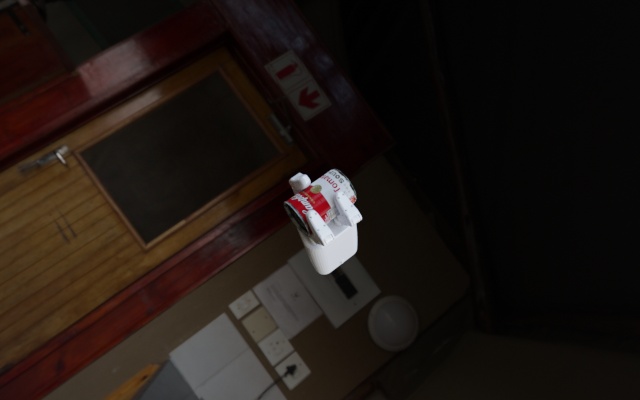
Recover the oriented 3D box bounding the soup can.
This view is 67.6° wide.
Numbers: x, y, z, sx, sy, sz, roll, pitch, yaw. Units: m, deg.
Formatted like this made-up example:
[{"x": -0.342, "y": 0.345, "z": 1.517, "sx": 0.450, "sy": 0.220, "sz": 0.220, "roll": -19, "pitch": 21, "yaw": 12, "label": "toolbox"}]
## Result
[{"x": 0.000, "y": 0.002, "z": 0.783, "sx": 0.102, "sy": 0.068, "sz": 0.068, "roll": -35, "pitch": 10, "yaw": -15, "label": "soup can"}]
